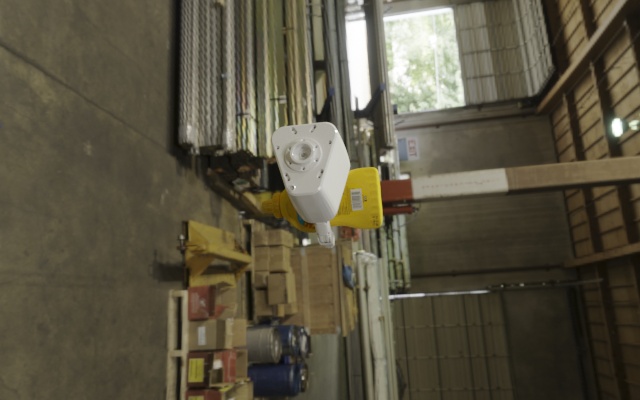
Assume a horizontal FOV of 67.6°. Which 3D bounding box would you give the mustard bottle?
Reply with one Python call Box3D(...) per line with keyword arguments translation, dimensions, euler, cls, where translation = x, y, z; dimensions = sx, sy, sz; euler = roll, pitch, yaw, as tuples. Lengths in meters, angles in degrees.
Box3D(translation=(0.000, 0.003, 0.764), dimensions=(0.191, 0.096, 0.058), euler=(-5, 3, 9), cls="mustard bottle")
